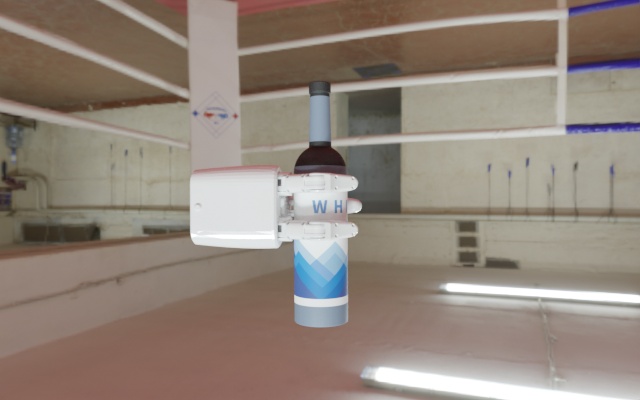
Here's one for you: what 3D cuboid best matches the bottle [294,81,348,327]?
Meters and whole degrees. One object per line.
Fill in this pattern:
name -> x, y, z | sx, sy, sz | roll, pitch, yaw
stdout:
bottle -> 0.000, 0.002, 0.593 | 0.069, 0.295, 0.069 | 0, 0, 0
